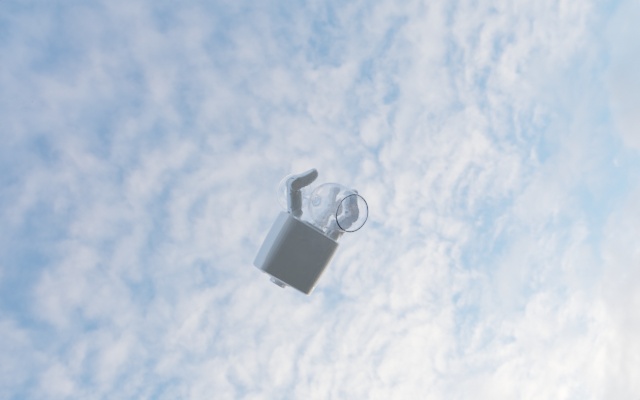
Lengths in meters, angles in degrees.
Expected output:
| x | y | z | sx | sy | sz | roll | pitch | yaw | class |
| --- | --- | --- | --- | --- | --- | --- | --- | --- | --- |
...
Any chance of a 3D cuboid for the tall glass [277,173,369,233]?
| x | y | z | sx | sy | sz | roll | pitch | yaw | class |
| --- | --- | --- | --- | --- | --- | --- | --- | --- | --- |
| 0.000 | 0.002 | 0.828 | 0.079 | 0.079 | 0.201 | 0 | 10 | -31 | tall glass |
